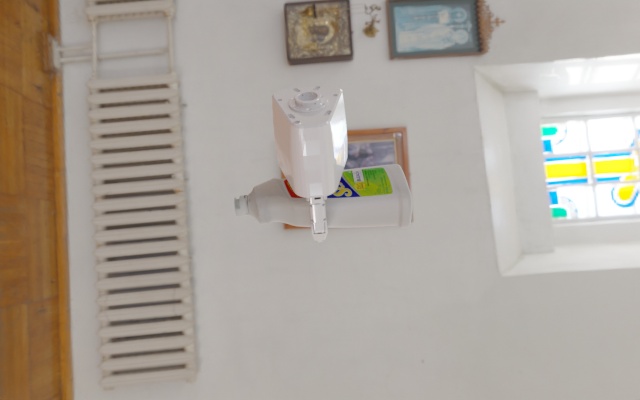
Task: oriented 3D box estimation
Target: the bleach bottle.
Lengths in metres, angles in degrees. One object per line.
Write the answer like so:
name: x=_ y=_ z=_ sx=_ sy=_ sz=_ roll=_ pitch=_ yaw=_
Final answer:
bleach bottle: x=0.000 y=0.002 z=0.704 sx=0.251 sy=0.068 sz=0.102 roll=-6 pitch=40 yaw=-2
